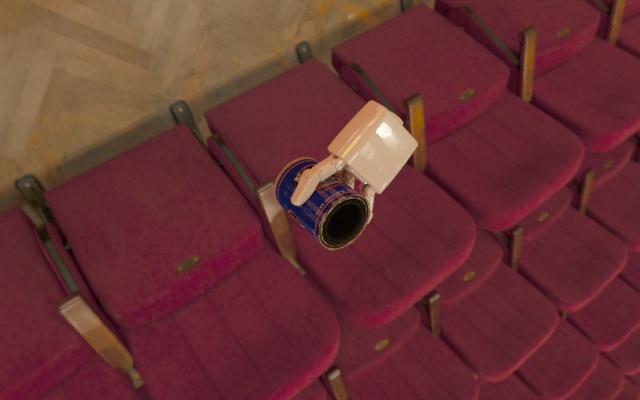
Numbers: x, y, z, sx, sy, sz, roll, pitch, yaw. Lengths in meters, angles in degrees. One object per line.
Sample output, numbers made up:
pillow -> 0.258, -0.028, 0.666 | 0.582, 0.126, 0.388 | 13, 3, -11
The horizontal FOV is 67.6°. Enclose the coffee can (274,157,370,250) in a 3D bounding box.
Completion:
coffee can -> 0.000, 0.003, 0.800 | 0.103, 0.103, 0.140 | 0, 29, -40
